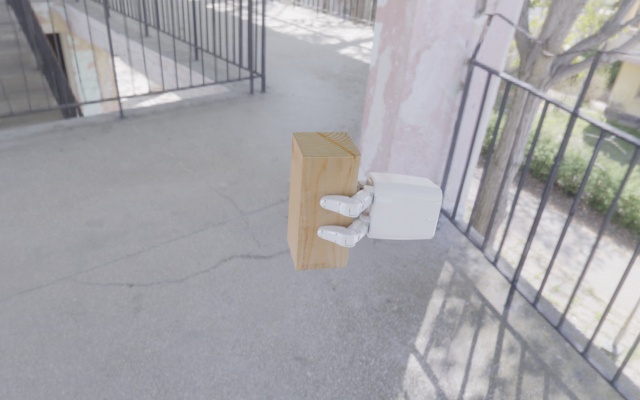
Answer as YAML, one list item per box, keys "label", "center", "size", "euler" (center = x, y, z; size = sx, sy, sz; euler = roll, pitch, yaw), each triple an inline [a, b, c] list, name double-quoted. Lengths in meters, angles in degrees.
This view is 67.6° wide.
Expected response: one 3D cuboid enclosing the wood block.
- label: "wood block"
  center: [0.000, 0.002, 0.769]
  size: [0.090, 0.206, 0.090]
  euler: [-2, 31, -13]
